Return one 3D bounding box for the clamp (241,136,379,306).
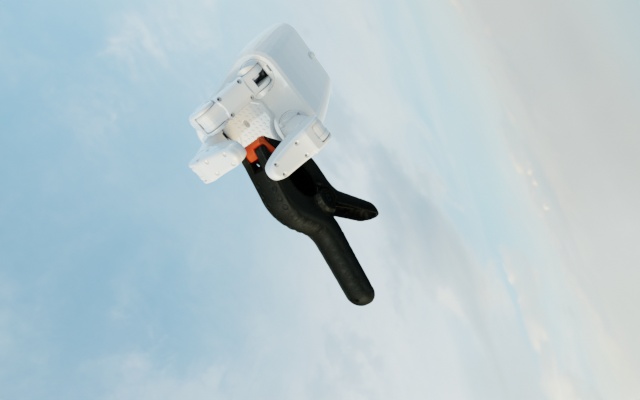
[{"bbox_3d":[-0.001,0.002,0.431,0.039,0.171,0.120,-29,24,25],"label":"clamp"}]
